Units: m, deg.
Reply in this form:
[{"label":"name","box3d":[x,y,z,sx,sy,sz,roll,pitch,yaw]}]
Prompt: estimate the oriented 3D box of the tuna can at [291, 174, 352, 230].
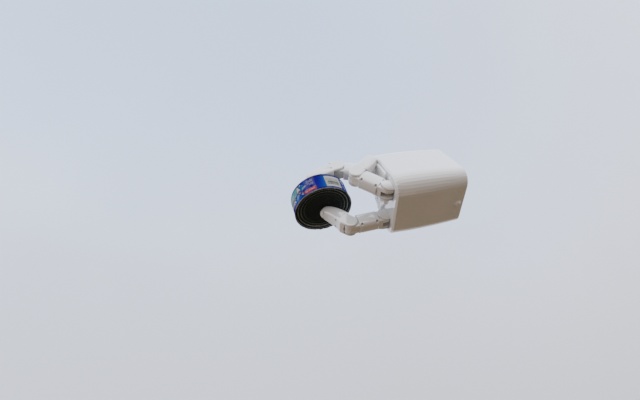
[{"label":"tuna can","box3d":[0.000,0.002,0.704,0.086,0.086,0.033,0,44,-22]}]
